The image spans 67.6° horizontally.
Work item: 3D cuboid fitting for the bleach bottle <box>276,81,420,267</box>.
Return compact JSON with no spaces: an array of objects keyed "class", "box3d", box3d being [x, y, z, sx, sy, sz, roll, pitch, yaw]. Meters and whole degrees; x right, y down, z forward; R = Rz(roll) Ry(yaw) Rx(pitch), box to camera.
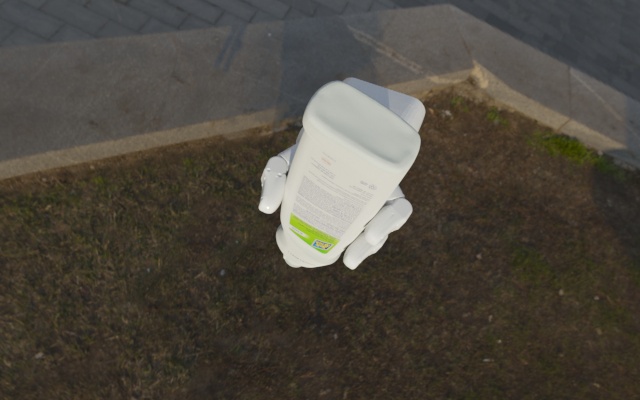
[{"class":"bleach bottle","box3d":[0.000,0.002,0.487,0.102,0.068,0.251,33,-36,1]}]
